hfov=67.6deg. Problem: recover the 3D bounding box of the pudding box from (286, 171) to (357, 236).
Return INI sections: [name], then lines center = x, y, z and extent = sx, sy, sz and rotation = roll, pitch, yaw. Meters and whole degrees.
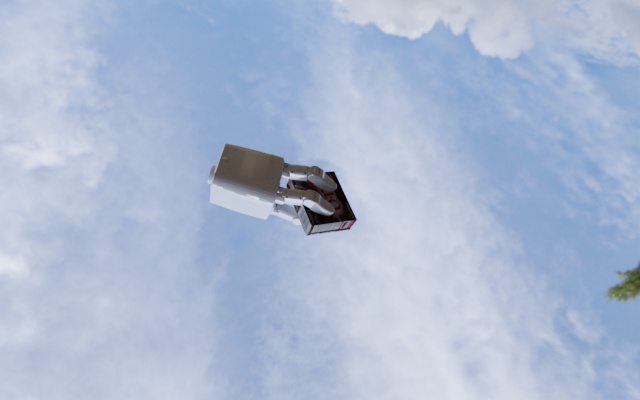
[pudding box]
center = 0.000, 0.003, 0.839
extent = 0.090, 0.113, 0.039
rotation = -7, -31, -27
